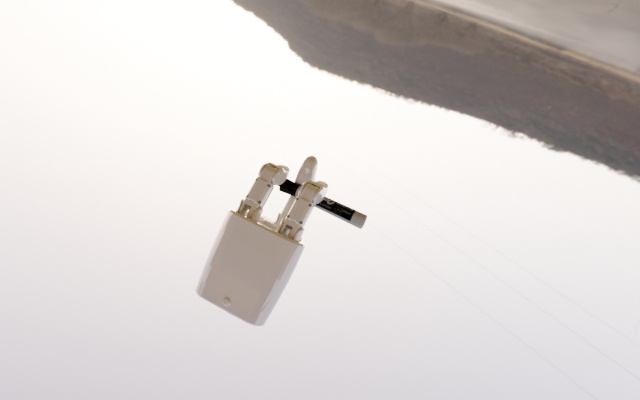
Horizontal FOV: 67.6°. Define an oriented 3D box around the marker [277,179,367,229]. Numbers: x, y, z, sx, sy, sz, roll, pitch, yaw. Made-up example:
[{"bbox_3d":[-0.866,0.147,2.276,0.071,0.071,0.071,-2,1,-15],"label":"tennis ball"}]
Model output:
[{"bbox_3d":[0.000,0.002,0.595,0.121,0.020,0.020,25,6,12],"label":"marker"}]
